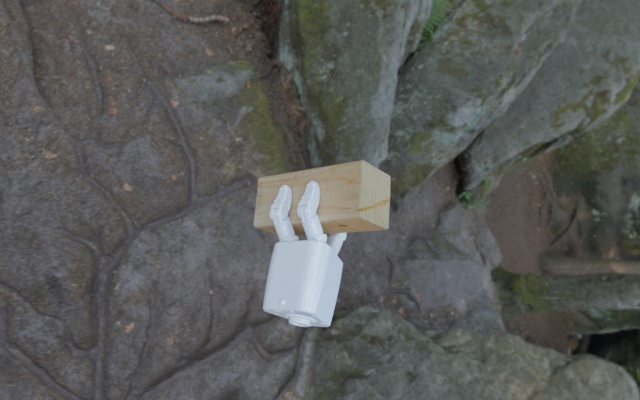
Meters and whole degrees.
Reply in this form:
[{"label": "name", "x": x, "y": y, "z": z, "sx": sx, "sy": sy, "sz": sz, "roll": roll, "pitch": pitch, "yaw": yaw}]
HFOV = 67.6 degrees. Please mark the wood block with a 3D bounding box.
[{"label": "wood block", "x": 0.000, "y": 0.003, "z": 0.776, "sx": 0.206, "sy": 0.090, "sz": 0.091, "roll": -7, "pitch": -18, "yaw": 35}]
